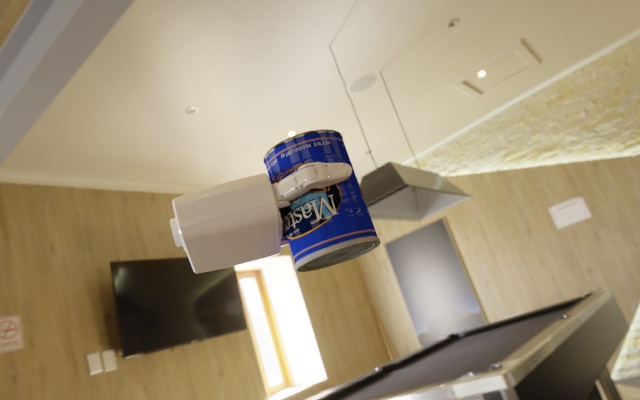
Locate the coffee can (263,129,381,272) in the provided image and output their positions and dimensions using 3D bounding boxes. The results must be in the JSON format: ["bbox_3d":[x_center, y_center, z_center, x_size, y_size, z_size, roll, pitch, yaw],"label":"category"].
[{"bbox_3d":[0.000,0.002,0.567,0.103,0.140,0.103,-17,-15,-5],"label":"coffee can"}]
